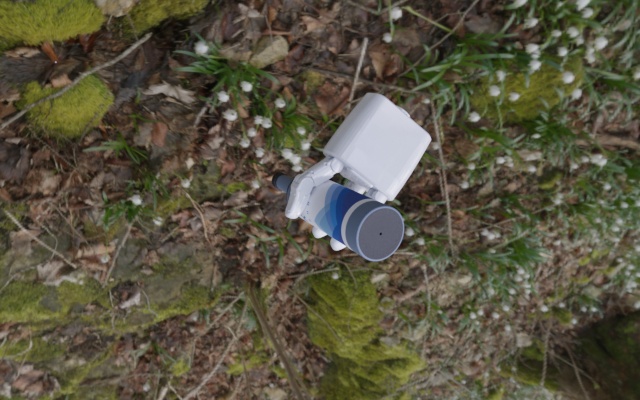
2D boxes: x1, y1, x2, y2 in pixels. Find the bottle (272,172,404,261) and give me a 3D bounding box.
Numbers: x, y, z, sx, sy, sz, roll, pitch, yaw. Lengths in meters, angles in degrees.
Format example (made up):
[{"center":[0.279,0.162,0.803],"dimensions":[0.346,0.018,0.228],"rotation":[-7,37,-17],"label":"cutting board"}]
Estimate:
[{"center":[0.000,0.002,0.668],"dimensions":[0.069,0.069,0.295],"rotation":[0,14,-29],"label":"bottle"}]
